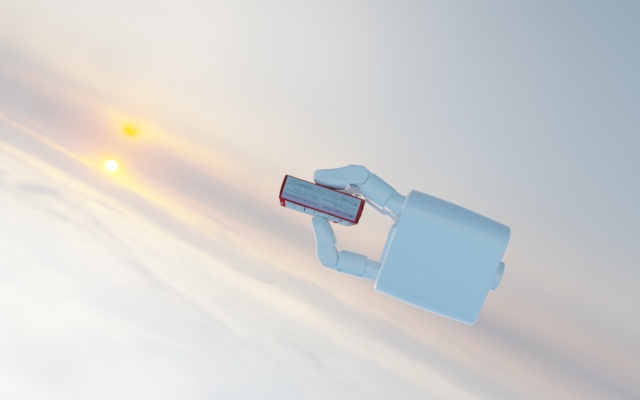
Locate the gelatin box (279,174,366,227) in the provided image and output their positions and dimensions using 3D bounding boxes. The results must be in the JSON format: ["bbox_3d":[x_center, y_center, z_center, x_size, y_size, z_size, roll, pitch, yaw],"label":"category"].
[{"bbox_3d":[0.000,0.002,0.526,0.089,0.030,0.073,17,-7,-1],"label":"gelatin box"}]
